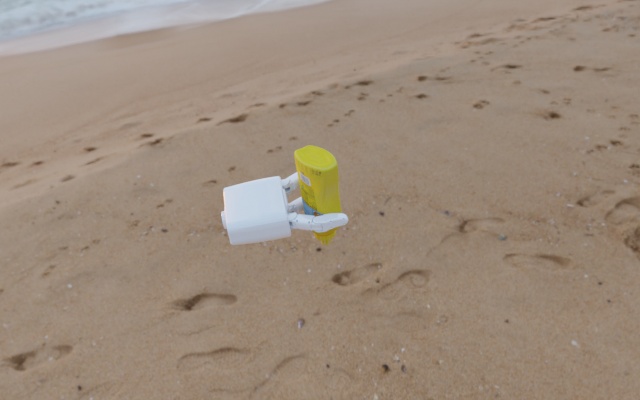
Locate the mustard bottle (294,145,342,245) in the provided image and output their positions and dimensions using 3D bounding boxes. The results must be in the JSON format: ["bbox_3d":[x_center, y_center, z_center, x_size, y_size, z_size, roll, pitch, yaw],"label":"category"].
[{"bbox_3d":[0.000,0.003,0.861,0.058,0.192,0.096,-25,38,-25],"label":"mustard bottle"}]
